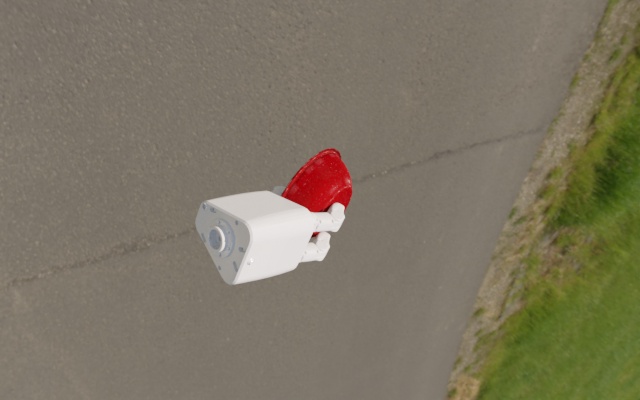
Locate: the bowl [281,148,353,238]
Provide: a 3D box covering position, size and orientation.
[{"bbox_3d":[0.001,0.002,0.735,0.055,0.162,0.162,35,13,20],"label":"bowl"}]
